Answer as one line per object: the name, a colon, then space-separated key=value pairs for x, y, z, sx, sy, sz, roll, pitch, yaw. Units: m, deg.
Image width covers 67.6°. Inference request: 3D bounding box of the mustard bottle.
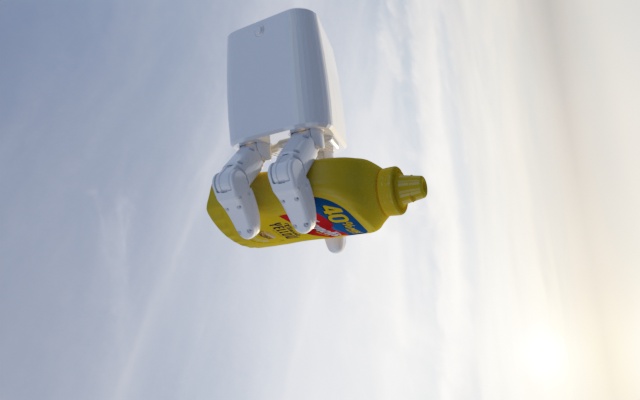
mustard bottle: x=0.000 y=0.002 z=0.426 sx=0.191 sy=0.058 sz=0.096 roll=-9 pitch=-33 yaw=28
